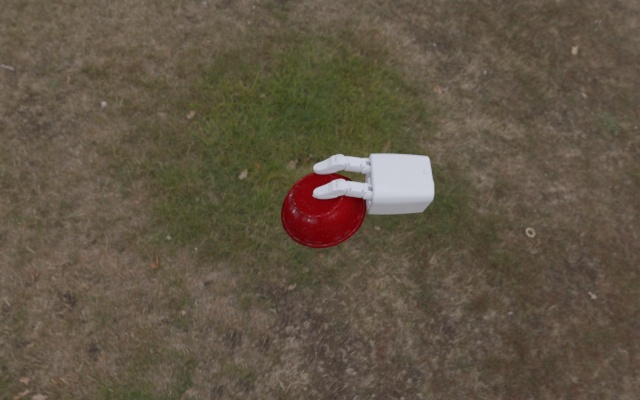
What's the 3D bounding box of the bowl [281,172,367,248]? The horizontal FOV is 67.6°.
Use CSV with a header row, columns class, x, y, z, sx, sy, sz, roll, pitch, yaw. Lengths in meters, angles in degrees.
class,x,y,z,sx,sy,sz,roll,pitch,yaw
bowl,-0.001,0.003,0.861,0.162,0.162,0.055,0,-32,13
